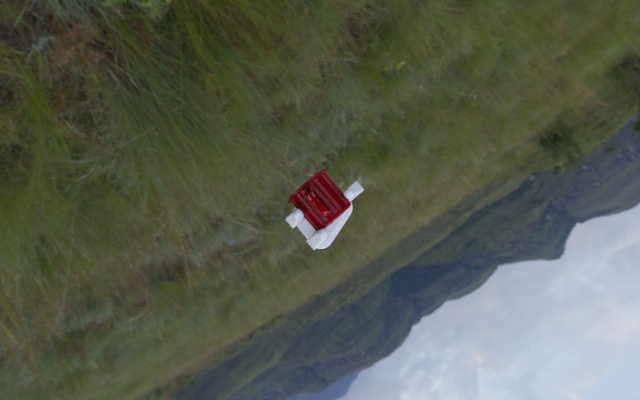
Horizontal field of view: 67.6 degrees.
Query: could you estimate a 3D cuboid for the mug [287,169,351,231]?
[{"bbox_3d":[0.000,0.003,0.850,0.093,0.081,0.117,-41,-4,2],"label":"mug"}]
